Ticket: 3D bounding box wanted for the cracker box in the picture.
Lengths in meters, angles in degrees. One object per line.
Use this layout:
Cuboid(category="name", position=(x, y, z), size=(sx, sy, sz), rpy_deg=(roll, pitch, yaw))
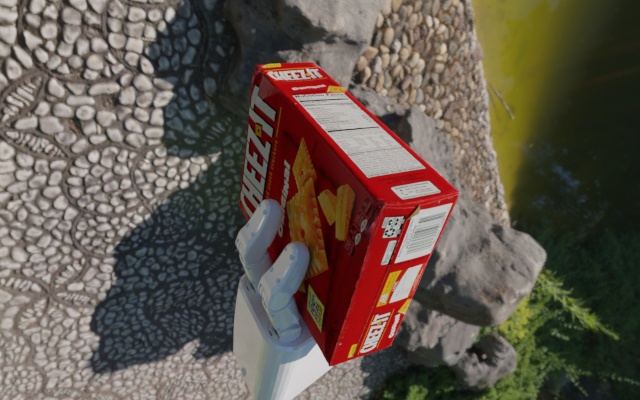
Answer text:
Cuboid(category="cracker box", position=(0.000, 0.001, 0.410), size=(0.072, 0.164, 0.213), rpy_deg=(-9, 41, -29))
